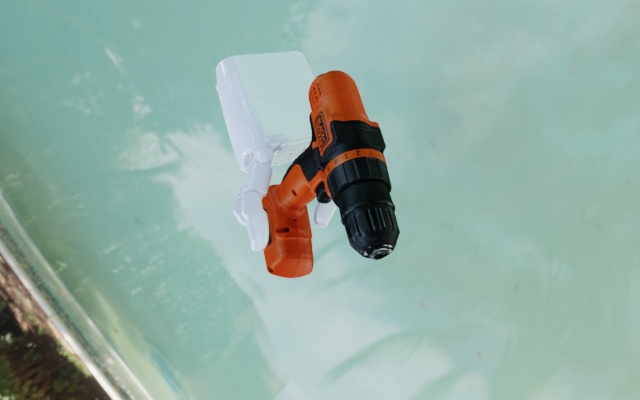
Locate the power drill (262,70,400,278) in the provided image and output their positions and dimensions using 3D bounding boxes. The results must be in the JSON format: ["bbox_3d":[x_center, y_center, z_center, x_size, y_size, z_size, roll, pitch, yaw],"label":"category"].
[{"bbox_3d":[0.000,0.001,0.453,0.057,0.184,0.188,7,-36,-27],"label":"power drill"}]
